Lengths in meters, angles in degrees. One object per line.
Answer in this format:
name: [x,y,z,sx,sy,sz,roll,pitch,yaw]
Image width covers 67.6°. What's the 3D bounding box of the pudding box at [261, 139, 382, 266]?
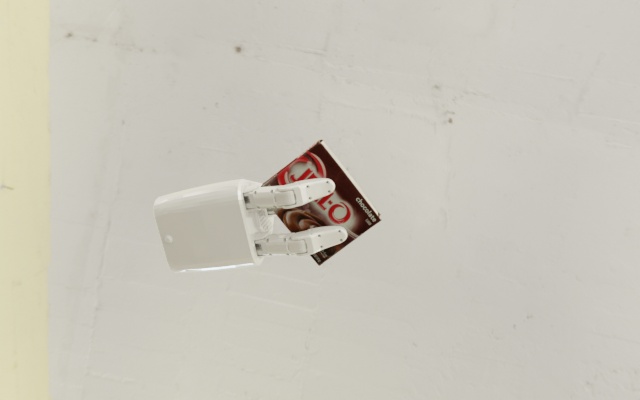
pudding box: [0.000,0.002,0.539,0.090,0.113,0.039,-38,8,13]
